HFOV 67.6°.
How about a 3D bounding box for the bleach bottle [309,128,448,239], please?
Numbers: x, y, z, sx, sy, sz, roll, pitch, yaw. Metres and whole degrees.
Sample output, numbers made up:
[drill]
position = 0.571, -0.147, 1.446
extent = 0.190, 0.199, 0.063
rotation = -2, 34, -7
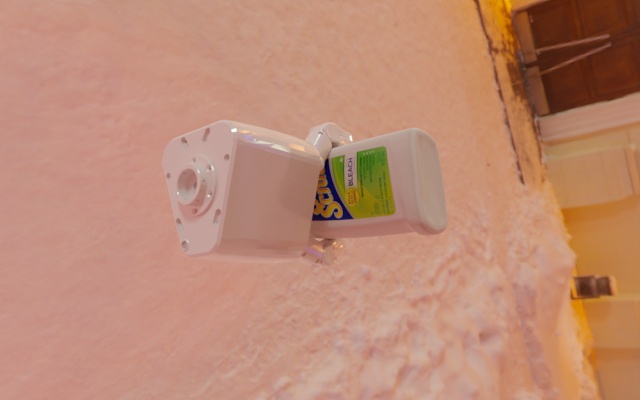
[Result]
[bleach bottle]
position = 0.000, 0.002, 0.504
extent = 0.251, 0.102, 0.068
rotation = -12, -13, 34
